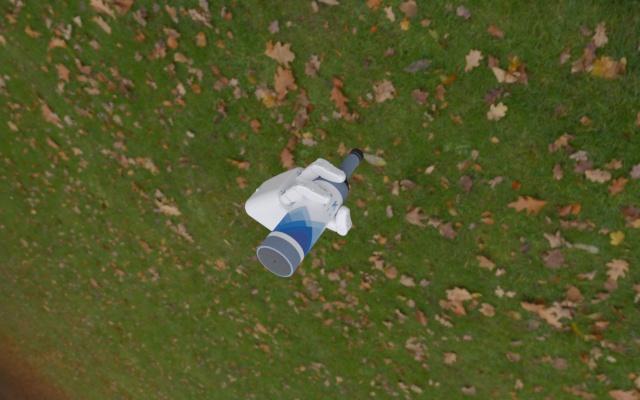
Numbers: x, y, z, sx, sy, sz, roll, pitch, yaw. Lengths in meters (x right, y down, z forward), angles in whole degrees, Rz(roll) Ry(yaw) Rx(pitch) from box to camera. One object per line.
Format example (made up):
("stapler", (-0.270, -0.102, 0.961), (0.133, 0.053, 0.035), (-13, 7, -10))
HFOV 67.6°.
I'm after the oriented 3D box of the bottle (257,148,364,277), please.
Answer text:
("bottle", (0.000, 0.003, 0.828), (0.069, 0.069, 0.295), (0, 39, 39))
